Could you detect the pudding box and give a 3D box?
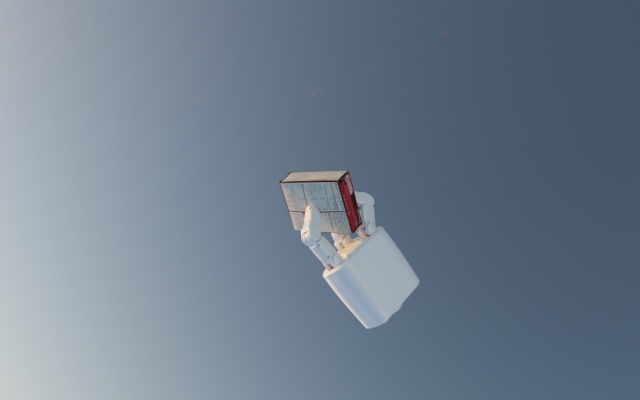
[{"bbox_3d":[0.000,0.003,0.724,0.113,0.090,0.039,0,27,33],"label":"pudding box"}]
